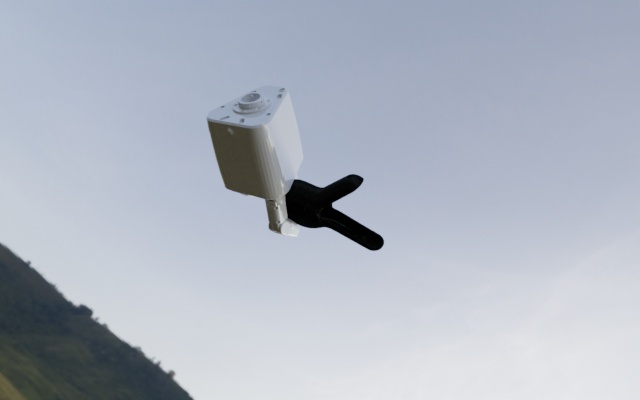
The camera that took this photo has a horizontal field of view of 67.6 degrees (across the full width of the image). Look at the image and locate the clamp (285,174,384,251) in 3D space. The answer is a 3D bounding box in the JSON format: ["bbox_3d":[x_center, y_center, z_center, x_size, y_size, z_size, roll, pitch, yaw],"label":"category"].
[{"bbox_3d":[0.000,0.002,0.628,0.171,0.120,0.039,14,43,27],"label":"clamp"}]
